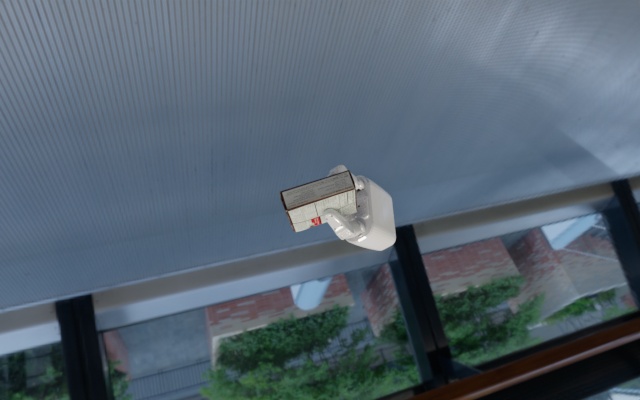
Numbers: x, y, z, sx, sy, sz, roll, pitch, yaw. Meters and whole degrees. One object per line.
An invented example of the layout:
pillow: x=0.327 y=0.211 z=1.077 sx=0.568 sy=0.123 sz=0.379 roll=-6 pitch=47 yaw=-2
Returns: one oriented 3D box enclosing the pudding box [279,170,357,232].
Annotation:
pudding box: x=0.000 y=0.003 z=0.743 sx=0.113 sy=0.039 sz=0.090 roll=-19 pitch=-26 yaw=-3
